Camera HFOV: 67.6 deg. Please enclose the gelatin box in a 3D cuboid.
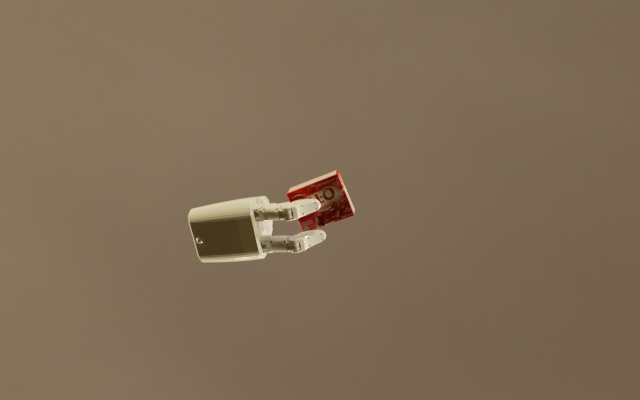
[{"bbox_3d":[0.000,0.002,0.750,0.089,0.073,0.030,-20,16,10],"label":"gelatin box"}]
